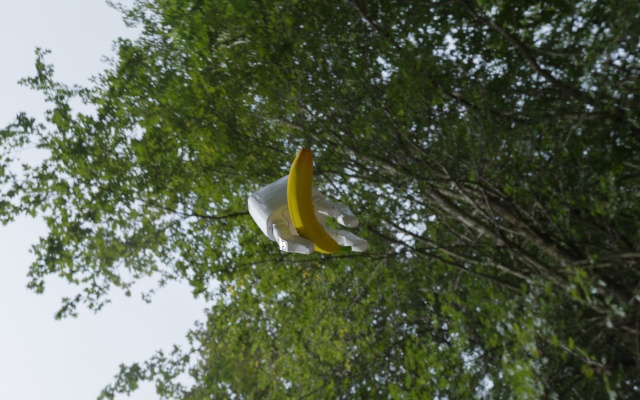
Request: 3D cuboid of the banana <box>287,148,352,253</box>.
[{"bbox_3d":[-0.015,0.014,0.741,0.069,0.198,0.037,-30,31,-11],"label":"banana"}]
